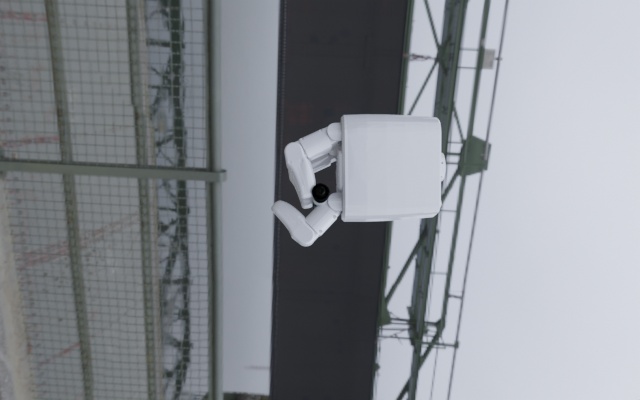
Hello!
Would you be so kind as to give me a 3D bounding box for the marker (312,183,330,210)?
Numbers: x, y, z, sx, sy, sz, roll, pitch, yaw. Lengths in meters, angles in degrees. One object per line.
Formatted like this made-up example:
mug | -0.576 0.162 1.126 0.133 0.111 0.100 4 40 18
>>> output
marker | 0.000 0.002 0.545 0.020 0.020 0.121 0 -11 0
